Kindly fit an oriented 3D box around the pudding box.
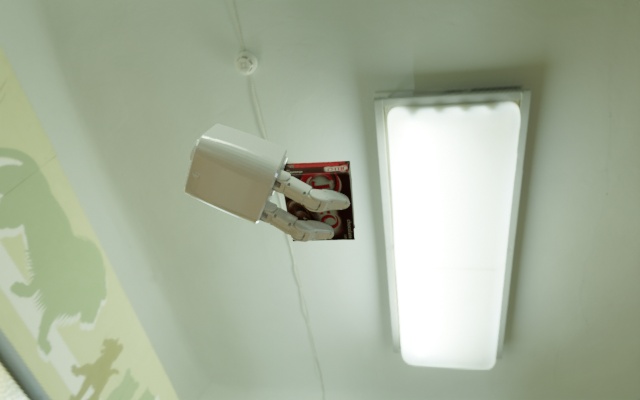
[{"bbox_3d":[0.000,0.002,0.654,0.090,0.114,0.039,-2,36,9],"label":"pudding box"}]
